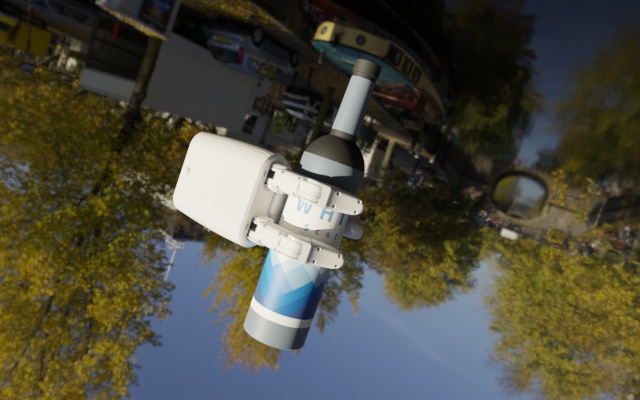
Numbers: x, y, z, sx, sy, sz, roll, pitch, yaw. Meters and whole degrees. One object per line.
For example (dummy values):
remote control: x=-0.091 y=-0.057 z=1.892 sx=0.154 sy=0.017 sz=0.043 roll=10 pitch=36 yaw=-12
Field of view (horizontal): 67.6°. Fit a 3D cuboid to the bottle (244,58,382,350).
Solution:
bottle: x=0.000 y=0.002 z=0.488 sx=0.069 sy=0.296 sz=0.069 roll=19 pitch=4 yaw=-1
